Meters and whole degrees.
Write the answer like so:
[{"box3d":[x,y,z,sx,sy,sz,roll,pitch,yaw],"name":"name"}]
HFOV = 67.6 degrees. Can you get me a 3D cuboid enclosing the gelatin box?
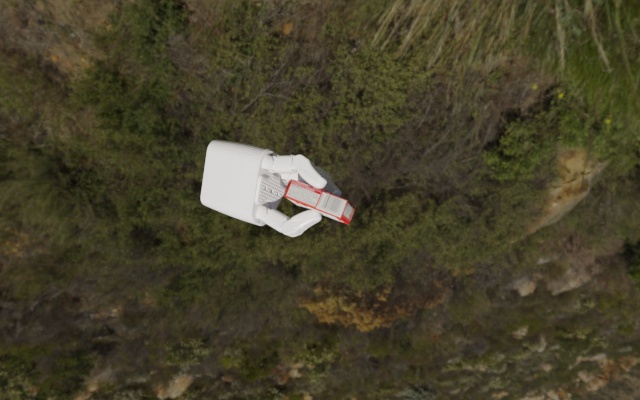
[{"box3d":[0.000,0.003,0.680,0.089,0.030,0.073,21,-5,15],"name":"gelatin box"}]
